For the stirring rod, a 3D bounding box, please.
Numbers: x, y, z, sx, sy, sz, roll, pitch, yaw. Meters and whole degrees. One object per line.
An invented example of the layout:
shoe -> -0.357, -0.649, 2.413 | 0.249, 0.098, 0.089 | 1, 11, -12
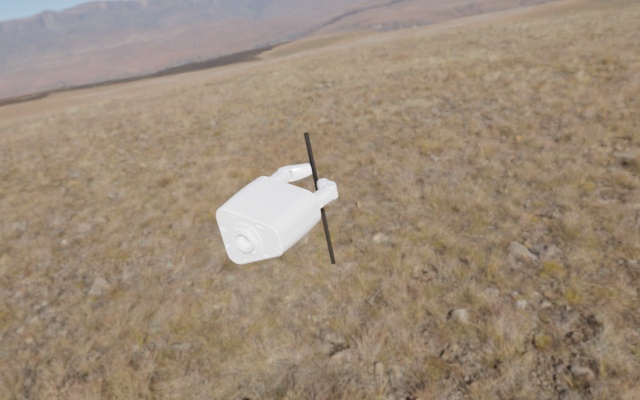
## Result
stirring rod -> 0.000, 0.003, 0.797 | 0.011, 0.240, 0.011 | -10, 23, 4
